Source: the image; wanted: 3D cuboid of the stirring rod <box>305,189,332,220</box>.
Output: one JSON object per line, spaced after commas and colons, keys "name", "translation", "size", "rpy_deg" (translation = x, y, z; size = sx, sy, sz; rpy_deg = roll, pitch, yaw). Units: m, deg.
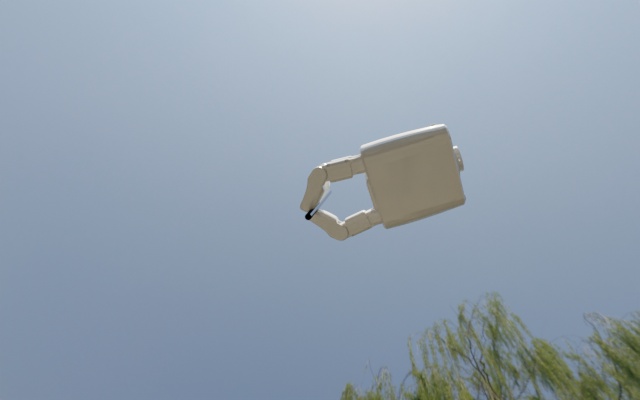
{"name": "stirring rod", "translation": [0.000, 0.002, 0.673], "size": [0.011, 0.011, 0.239], "rpy_deg": [0, 8, 7]}
